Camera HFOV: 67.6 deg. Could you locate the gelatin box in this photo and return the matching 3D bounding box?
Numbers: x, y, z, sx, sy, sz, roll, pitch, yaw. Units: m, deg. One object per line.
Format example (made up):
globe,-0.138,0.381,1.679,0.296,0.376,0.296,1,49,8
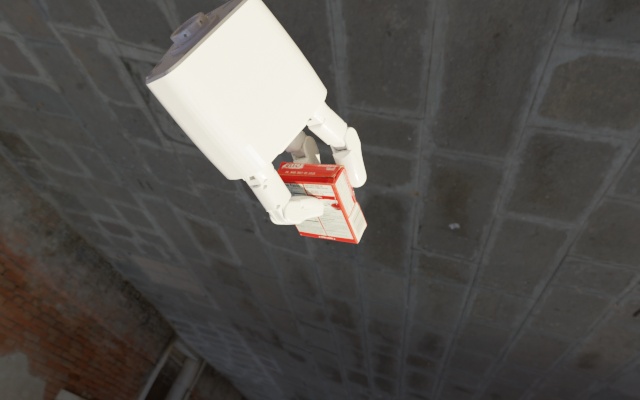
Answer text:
gelatin box,0.000,0.002,0.492,0.073,0.089,0.030,5,48,31
